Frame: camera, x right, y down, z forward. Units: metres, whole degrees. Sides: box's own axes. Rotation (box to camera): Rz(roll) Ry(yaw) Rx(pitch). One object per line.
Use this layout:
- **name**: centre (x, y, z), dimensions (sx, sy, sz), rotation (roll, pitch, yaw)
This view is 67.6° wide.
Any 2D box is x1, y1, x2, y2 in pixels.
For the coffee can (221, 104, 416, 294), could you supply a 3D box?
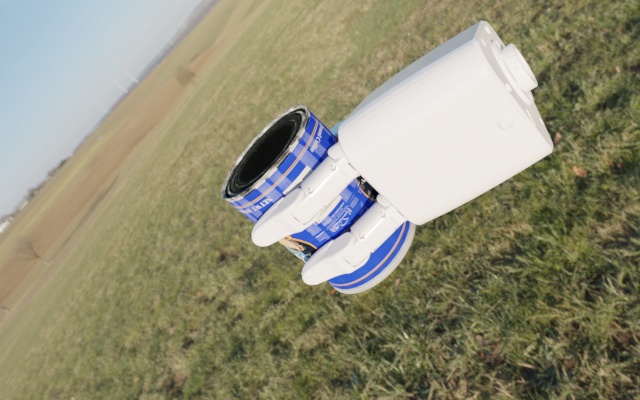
- **coffee can**: centre (0.000, 0.002, 0.420), dimensions (0.140, 0.102, 0.103), rotation (42, -20, -24)
